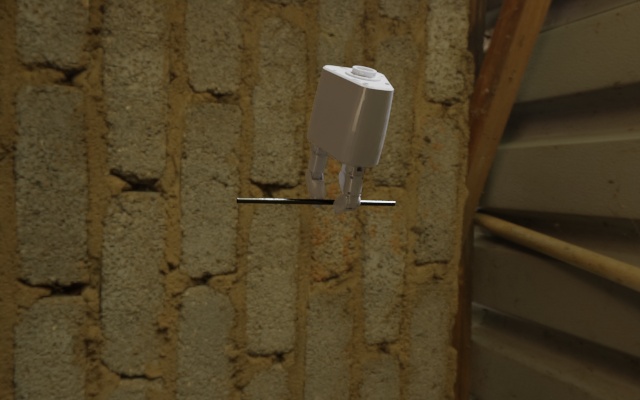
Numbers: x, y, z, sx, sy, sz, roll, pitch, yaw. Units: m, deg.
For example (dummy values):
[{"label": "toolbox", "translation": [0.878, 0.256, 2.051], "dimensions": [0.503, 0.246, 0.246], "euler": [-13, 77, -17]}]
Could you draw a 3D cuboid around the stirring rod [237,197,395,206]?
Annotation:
[{"label": "stirring rod", "translation": [0.000, 0.002, 0.685], "dimensions": [0.239, 0.011, 0.011], "euler": [1, -1, -21]}]
